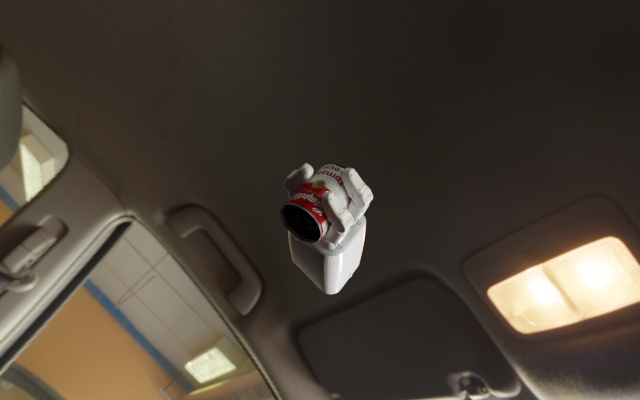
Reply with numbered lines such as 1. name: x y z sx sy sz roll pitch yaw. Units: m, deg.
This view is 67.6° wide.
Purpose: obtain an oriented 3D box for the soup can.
1. soup can: 0.000 0.002 0.675 0.068 0.068 0.102 0 36 43
